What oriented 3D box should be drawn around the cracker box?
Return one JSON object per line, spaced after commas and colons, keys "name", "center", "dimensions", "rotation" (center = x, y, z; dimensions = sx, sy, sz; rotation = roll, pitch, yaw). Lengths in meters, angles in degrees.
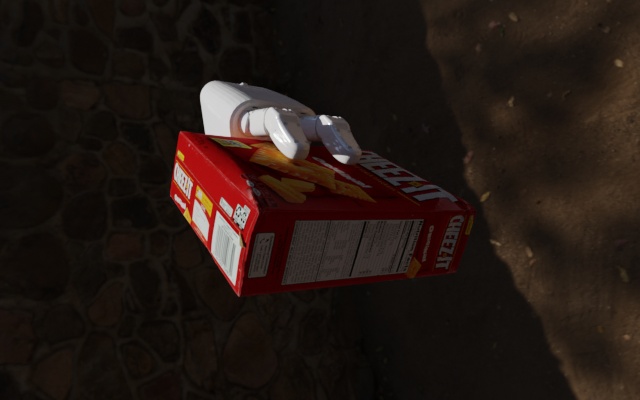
{"name": "cracker box", "center": [0.000, 0.002, 0.416], "dimensions": [0.214, 0.072, 0.164], "rotation": [0, 24, -34]}
